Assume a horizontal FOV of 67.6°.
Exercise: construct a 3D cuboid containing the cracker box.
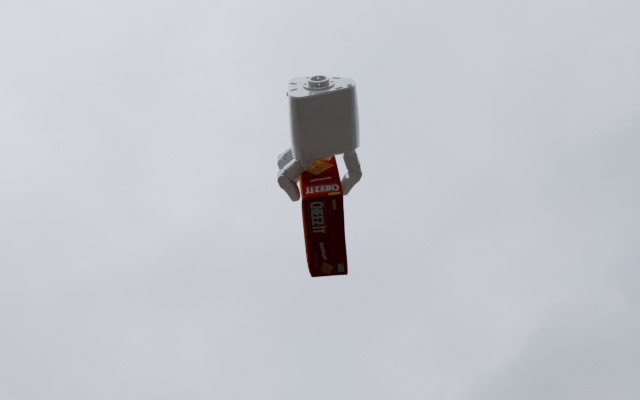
[{"bbox_3d":[0.000,0.003,0.837,0.072,0.164,0.213,-6,34,-1],"label":"cracker box"}]
